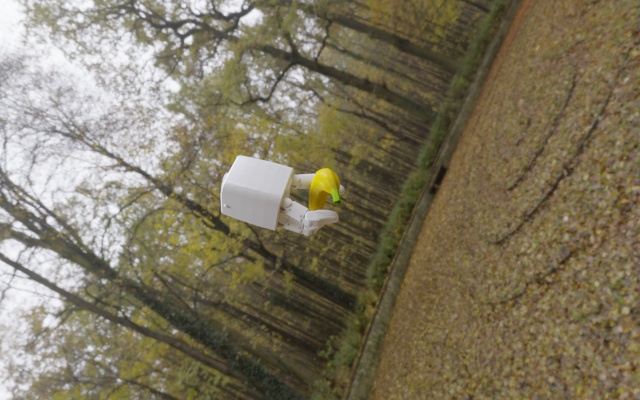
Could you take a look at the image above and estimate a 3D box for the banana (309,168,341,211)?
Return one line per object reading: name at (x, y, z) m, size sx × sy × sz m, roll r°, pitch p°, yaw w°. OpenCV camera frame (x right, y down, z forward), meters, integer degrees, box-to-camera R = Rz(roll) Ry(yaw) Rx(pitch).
banana at (0.002, -0.016, 0.835) m, size 0.037 × 0.069 × 0.198 m, roll 7°, pitch -9°, yaw -8°
